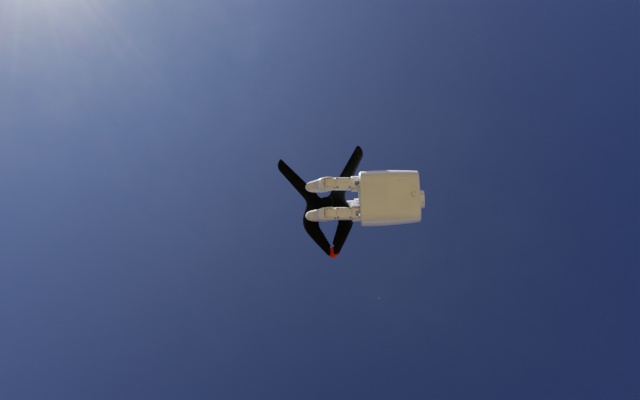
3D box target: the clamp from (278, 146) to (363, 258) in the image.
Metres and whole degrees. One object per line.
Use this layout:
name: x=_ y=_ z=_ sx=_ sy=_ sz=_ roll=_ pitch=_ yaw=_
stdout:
clamp: x=0.001 y=0.004 z=0.897 sx=0.164 sy=0.210 sz=0.036 roll=-3 pitch=-12 yaw=9
